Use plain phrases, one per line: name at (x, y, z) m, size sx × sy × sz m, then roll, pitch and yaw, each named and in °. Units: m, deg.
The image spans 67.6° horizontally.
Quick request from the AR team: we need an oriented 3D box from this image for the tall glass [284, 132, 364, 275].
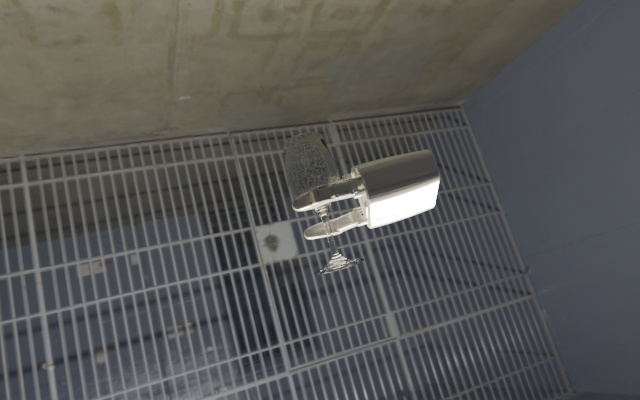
tall glass at (0.000, 0.003, 0.702) m, size 0.079 × 0.201 × 0.079 m, roll -15°, pitch -14°, yaw -4°
